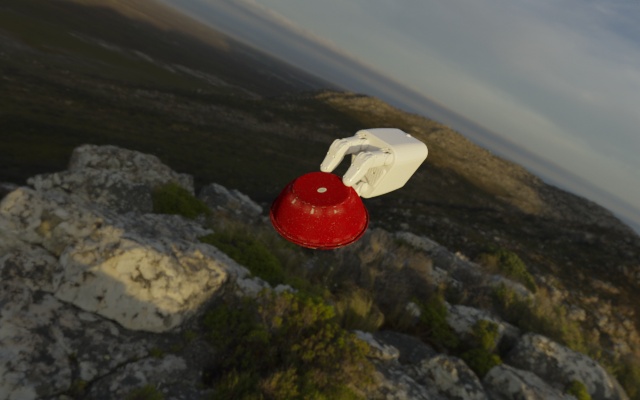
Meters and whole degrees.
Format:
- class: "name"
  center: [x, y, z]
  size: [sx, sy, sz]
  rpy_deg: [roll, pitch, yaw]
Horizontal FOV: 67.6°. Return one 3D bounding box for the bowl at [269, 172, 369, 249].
- class: "bowl"
  center: [-0.001, 0.003, 0.758]
  size: [0.162, 0.055, 0.162]
  rpy_deg: [3, 39, -3]
